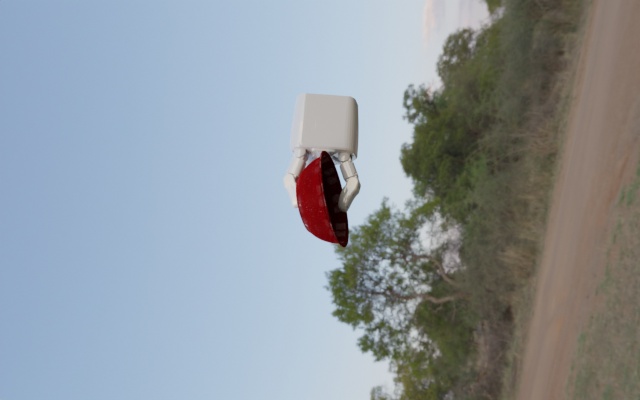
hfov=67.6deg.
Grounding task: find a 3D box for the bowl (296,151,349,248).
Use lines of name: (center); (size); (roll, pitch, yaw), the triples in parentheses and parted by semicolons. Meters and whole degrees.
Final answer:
bowl: (0.000, 0.004, 0.783); (0.055, 0.162, 0.162); (-13, -3, 13)
